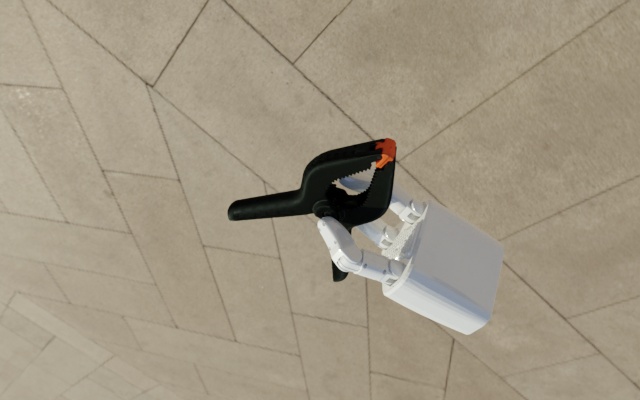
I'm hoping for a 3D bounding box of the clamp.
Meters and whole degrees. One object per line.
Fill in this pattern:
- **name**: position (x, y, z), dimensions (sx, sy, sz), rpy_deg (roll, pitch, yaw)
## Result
- **clamp**: position (0.000, 0.002, 0.506), dimensions (0.164, 0.036, 0.210), rpy_deg (27, -45, -11)
